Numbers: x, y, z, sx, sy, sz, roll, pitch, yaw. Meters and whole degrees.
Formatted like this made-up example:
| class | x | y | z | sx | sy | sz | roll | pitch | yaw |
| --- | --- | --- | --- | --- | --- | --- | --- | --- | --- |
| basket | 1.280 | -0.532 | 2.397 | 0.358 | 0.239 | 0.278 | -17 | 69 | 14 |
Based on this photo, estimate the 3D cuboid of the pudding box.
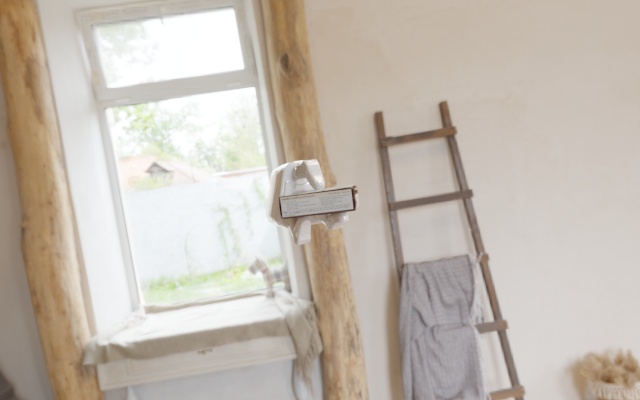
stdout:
| class | x | y | z | sx | sy | sz | roll | pitch | yaw |
| --- | --- | --- | --- | --- | --- | --- | --- | --- | --- |
| pudding box | 0.000 | 0.002 | 0.728 | 0.113 | 0.039 | 0.090 | -9 | 3 | 8 |
